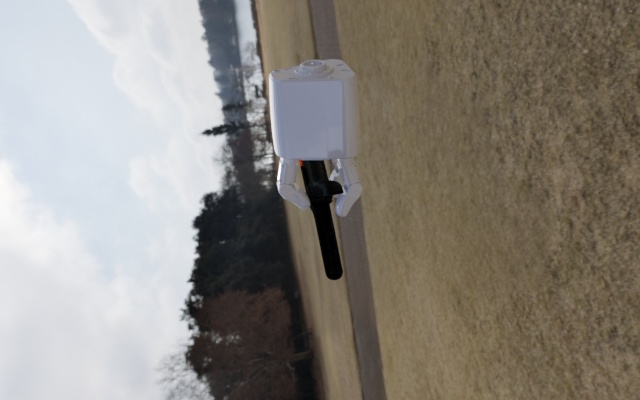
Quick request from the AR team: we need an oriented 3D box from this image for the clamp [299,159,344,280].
[{"bbox_3d":[-0.001,0.002,0.705,0.036,0.165,0.209,-8,32,-9],"label":"clamp"}]
